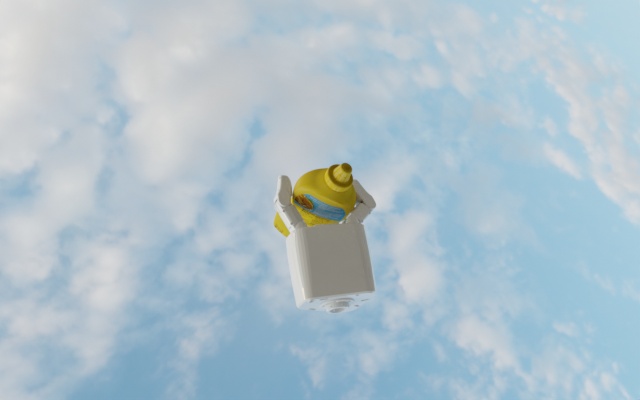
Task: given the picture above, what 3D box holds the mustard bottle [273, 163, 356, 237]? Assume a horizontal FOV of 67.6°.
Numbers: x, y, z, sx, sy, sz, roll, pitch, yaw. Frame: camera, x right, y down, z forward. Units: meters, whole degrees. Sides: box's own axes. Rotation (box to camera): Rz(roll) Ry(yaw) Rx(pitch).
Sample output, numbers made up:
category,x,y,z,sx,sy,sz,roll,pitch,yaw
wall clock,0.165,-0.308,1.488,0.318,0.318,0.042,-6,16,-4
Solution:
category,x,y,z,sx,sy,sz,roll,pitch,yaw
mustard bottle,0.000,0.002,0.735,0.096,0.058,0.192,24,-37,-10
